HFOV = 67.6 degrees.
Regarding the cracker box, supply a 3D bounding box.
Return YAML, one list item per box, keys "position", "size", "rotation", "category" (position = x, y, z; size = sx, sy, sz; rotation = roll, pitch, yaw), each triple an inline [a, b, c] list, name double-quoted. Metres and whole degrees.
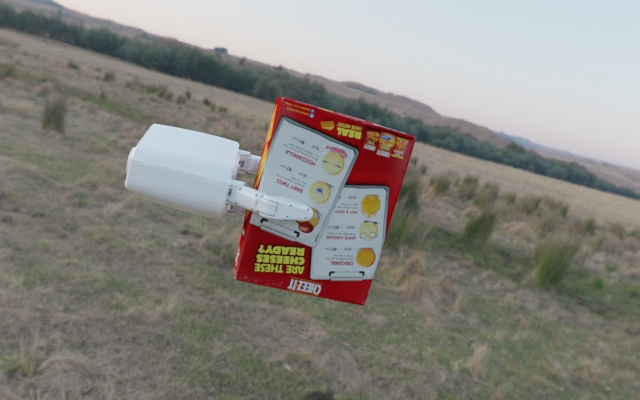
- position: [0.000, 0.002, 0.575]
  size: [0.164, 0.214, 0.072]
  rotation: [14, 9, -12]
  category: "cracker box"
